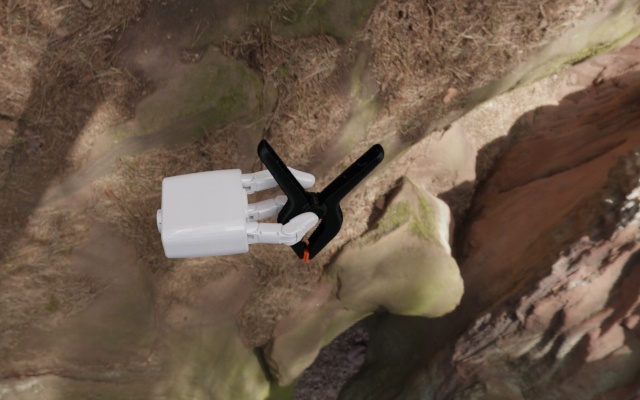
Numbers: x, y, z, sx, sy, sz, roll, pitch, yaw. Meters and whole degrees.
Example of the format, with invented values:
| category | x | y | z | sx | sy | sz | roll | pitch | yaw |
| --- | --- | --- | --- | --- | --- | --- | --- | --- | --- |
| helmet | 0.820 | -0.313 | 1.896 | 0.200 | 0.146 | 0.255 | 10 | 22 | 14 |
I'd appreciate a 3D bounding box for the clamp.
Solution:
| category | x | y | z | sx | sy | sz | roll | pitch | yaw |
| --- | --- | --- | --- | --- | --- | --- | --- | --- | --- |
| clamp | 0.000 | 0.003 | 0.664 | 0.164 | 0.210 | 0.036 | -4 | 40 | -7 |
